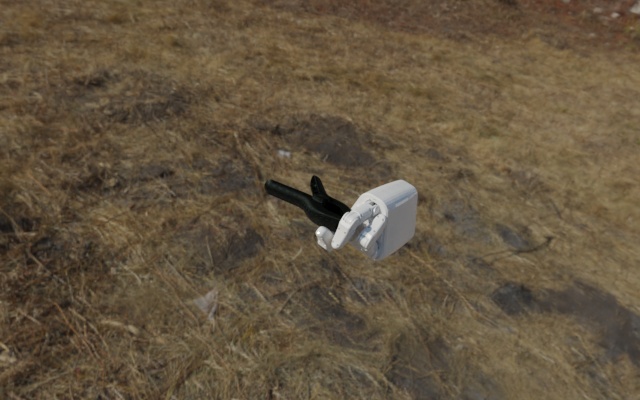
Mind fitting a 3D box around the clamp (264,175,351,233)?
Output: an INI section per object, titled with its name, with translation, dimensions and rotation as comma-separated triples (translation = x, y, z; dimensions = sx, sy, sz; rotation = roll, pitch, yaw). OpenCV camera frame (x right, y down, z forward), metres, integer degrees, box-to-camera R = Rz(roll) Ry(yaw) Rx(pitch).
[clamp]
translation = 0.000, 0.002, 0.811
dimensions = 0.171, 0.039, 0.120
rotation = 35, 37, 28
